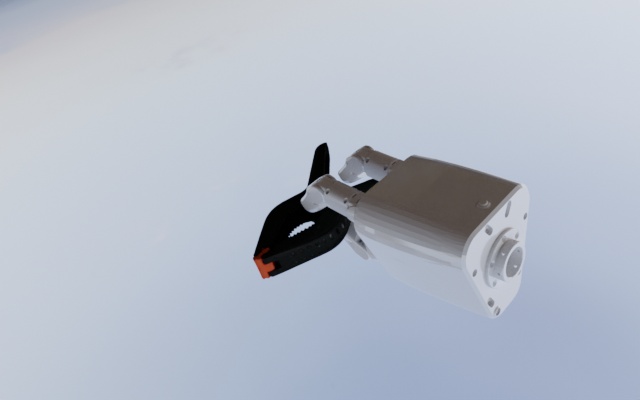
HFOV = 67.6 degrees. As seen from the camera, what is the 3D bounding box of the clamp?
[{"bbox_3d":[0.000,0.003,0.518,0.210,0.036,0.164,-39,38,-26],"label":"clamp"}]
